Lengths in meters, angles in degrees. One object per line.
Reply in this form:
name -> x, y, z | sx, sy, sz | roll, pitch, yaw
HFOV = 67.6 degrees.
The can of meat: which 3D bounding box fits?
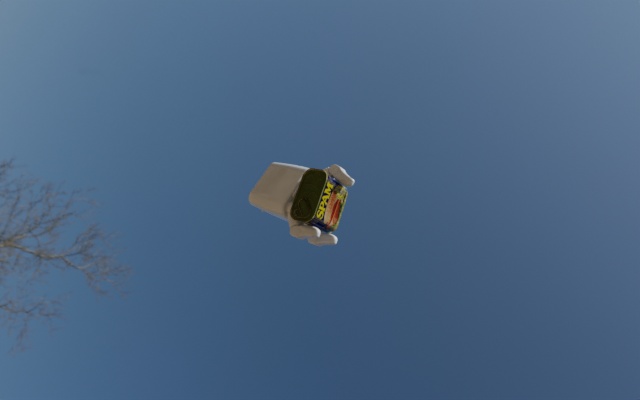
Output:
can of meat -> 0.000, 0.003, 0.892 | 0.057, 0.102, 0.084 | 11, -12, 38
